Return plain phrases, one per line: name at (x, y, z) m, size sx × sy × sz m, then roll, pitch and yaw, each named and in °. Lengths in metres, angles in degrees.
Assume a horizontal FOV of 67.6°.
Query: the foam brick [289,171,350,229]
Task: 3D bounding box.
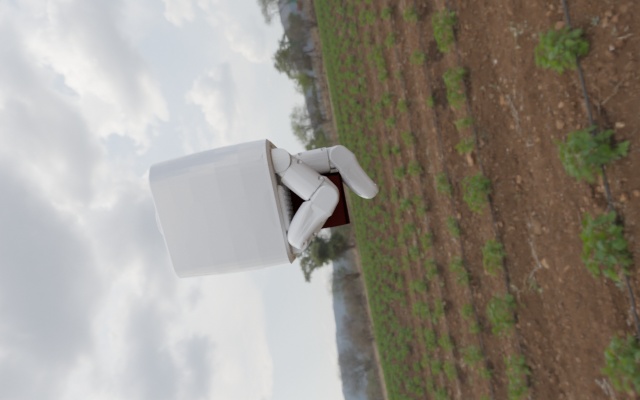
foam brick at (0.000, 0.002, 0.484) m, size 0.051 × 0.053 × 0.078 m, roll -11°, pitch -2°, yaw 3°
